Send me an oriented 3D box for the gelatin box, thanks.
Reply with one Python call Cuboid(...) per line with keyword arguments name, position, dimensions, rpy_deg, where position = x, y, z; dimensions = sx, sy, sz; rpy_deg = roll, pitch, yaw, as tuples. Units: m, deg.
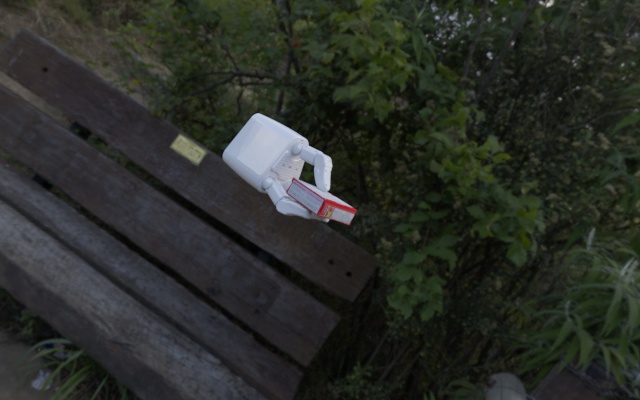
Cuboid(name="gelatin box", position=(0.001, 0.002, 0.736), dimensions=(0.073, 0.030, 0.089), rpy_deg=(20, 9, -44))
